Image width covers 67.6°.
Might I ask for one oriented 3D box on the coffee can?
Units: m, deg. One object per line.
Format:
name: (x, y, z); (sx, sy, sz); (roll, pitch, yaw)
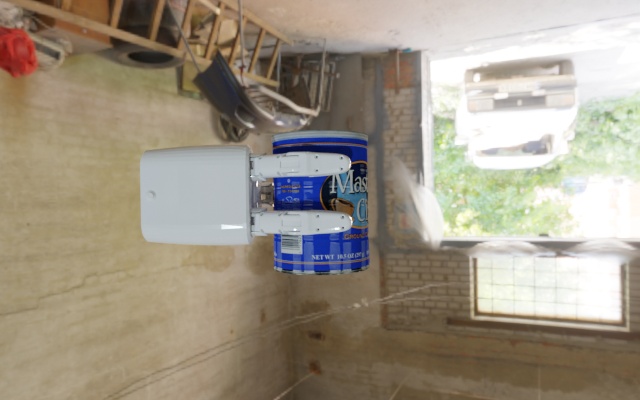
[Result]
coffee can: (0.000, 0.002, 0.508); (0.103, 0.140, 0.103); (-1, 0, 0)
